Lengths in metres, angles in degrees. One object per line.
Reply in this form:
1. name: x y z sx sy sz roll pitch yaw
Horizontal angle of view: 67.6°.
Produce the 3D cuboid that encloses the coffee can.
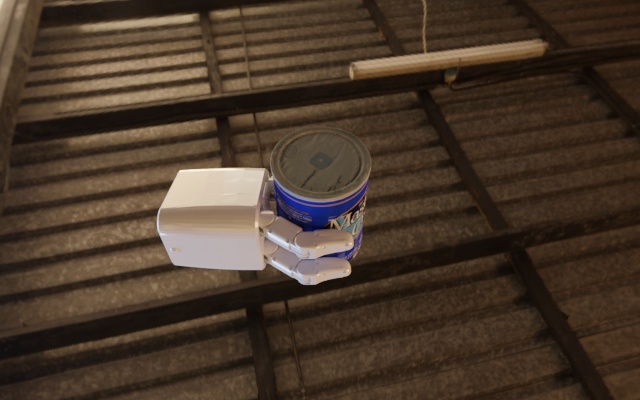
1. coffee can: 0.000 0.002 0.539 0.103 0.102 0.140 0 -39 0
